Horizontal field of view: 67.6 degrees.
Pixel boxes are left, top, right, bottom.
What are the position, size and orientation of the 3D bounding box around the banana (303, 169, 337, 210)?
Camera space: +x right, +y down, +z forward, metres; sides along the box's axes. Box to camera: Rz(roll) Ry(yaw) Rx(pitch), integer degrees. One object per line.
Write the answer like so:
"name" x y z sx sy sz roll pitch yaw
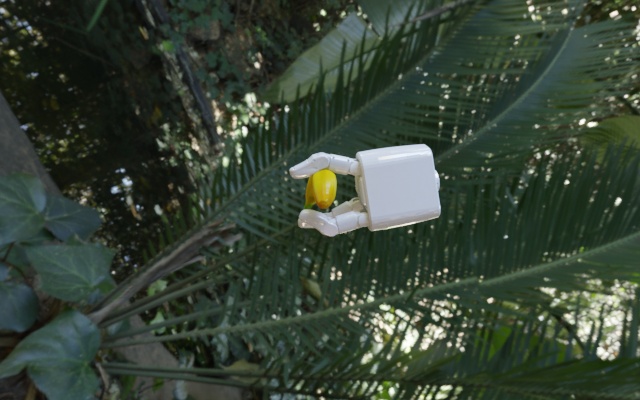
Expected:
"banana" 0.001 -0.016 0.718 0.037 0.069 0.198 6 -5 -6
